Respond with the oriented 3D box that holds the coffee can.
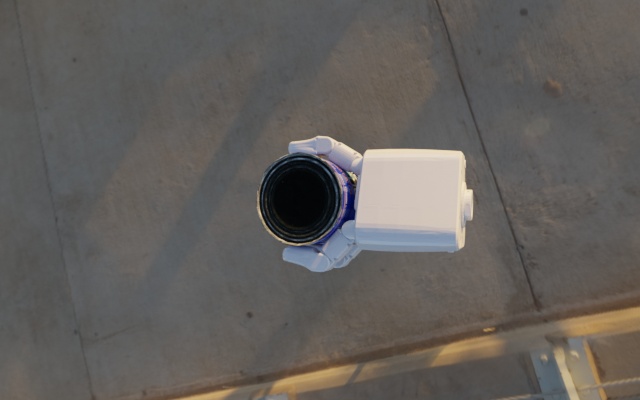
[{"bbox_3d":[0.000,0.002,0.581,0.103,0.103,0.140,0,-3,21],"label":"coffee can"}]
